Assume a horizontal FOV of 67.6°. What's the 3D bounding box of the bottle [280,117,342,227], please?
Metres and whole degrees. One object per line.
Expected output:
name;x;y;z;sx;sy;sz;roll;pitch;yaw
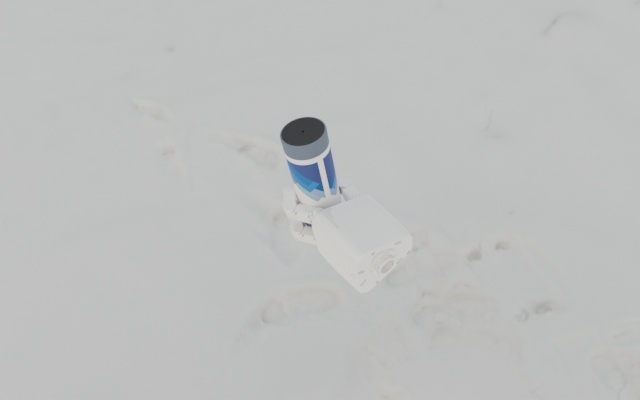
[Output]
bottle;0.000;0.002;0.770;0.069;0.069;0.296;0;-42;13
